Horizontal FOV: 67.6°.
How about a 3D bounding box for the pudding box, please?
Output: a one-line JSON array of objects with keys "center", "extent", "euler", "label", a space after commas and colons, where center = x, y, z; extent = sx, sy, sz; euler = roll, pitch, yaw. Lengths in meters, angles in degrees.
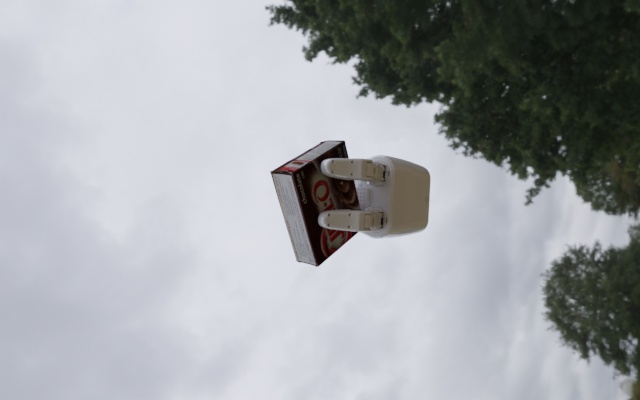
[{"center": [0.000, 0.002, 0.524], "extent": [0.039, 0.113, 0.090], "euler": [3, 29, 41], "label": "pudding box"}]
